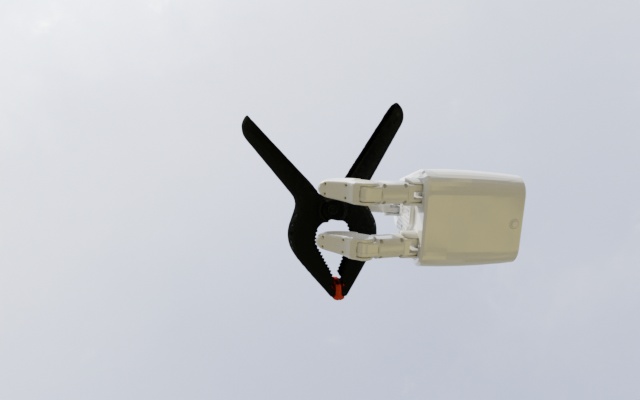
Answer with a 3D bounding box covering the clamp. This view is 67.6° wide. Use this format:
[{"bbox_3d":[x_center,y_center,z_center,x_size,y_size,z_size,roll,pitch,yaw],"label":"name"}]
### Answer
[{"bbox_3d":[0.000,0.002,0.502,0.164,0.210,0.036,1,11,-6],"label":"clamp"}]
